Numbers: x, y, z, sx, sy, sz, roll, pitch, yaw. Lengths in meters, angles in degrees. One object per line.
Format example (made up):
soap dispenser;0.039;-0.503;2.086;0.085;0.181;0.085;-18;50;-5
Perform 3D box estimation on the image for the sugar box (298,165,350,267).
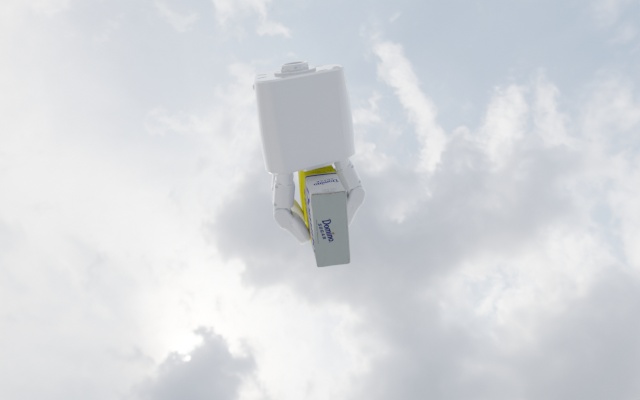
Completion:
sugar box;0.000;0.002;0.609;0.048;0.093;0.176;-6;21;-3
